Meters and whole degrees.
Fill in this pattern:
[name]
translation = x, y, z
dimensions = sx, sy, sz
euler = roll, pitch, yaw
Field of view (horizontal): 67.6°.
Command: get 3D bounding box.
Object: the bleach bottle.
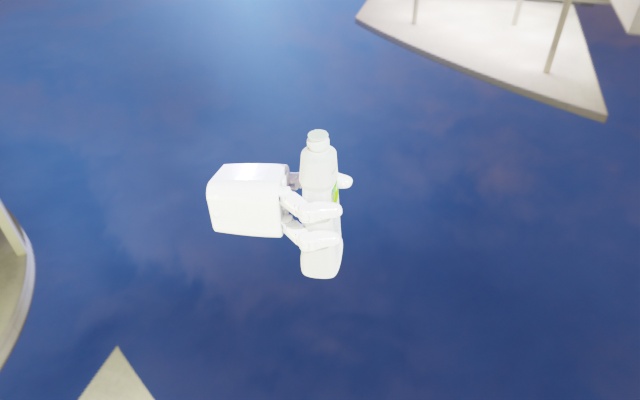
[bleach bottle]
translation = 0.000, 0.002, 0.732
dimensions = 0.068, 0.251, 0.102
euler = 4, 40, 6
